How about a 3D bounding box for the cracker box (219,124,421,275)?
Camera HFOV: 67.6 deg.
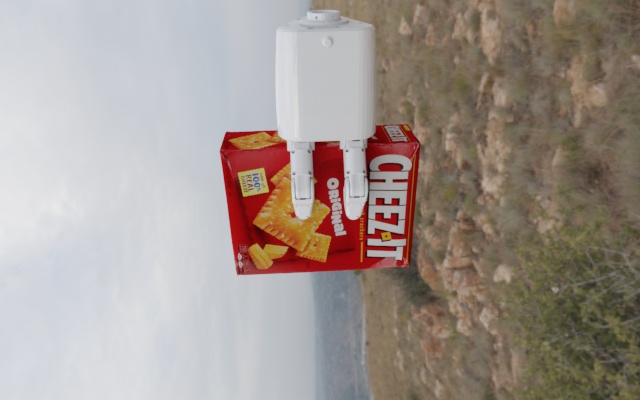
[{"bbox_3d":[0.000,0.002,0.558,0.214,0.164,0.072,-2,28,-2],"label":"cracker box"}]
